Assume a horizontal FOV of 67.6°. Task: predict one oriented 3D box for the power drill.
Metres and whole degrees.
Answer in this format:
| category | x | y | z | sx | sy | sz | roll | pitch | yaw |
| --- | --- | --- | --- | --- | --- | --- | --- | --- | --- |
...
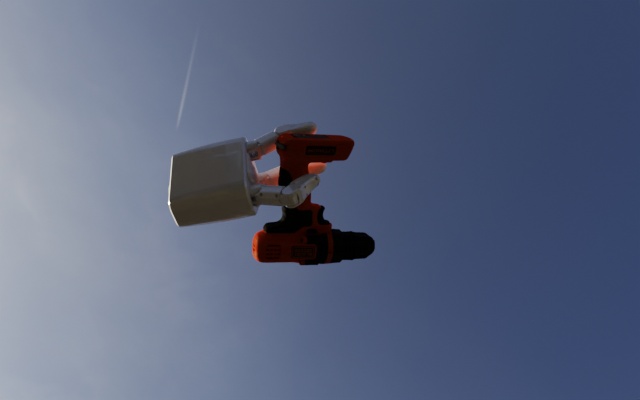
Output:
| category | x | y | z | sx | sy | sz | roll | pitch | yaw |
| --- | --- | --- | --- | --- | --- | --- | --- | --- | --- |
| power drill | 0.000 | 0.002 | 0.677 | 0.184 | 0.188 | 0.057 | 0 | 15 | -20 |
